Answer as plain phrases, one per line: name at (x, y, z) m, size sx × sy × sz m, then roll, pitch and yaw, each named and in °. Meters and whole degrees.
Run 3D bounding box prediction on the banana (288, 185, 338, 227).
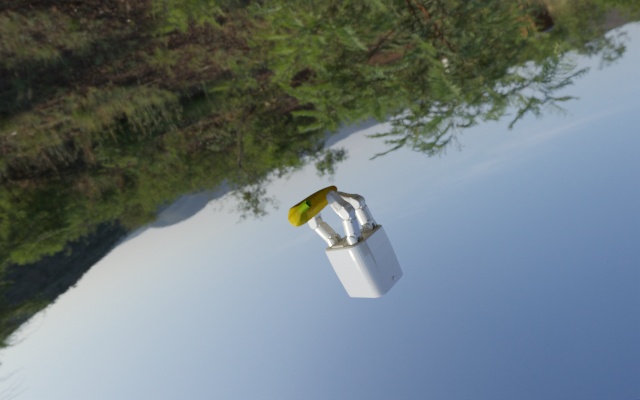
banana at (-0.016, 0.012, 0.842) m, size 0.069 × 0.037 × 0.197 m, roll -28°, pitch 3°, yaw 17°
